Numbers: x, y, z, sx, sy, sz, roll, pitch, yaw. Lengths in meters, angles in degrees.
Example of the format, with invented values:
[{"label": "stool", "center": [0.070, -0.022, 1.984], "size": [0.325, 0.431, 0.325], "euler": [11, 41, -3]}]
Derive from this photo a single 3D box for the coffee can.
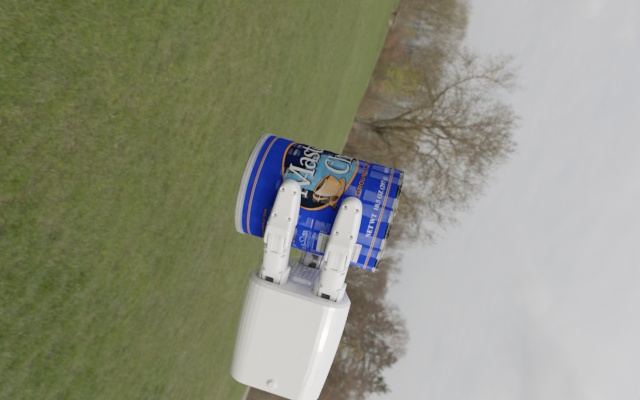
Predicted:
[{"label": "coffee can", "center": [0.000, 0.001, 0.469], "size": [0.140, 0.103, 0.103], "euler": [16, 1, 5]}]
